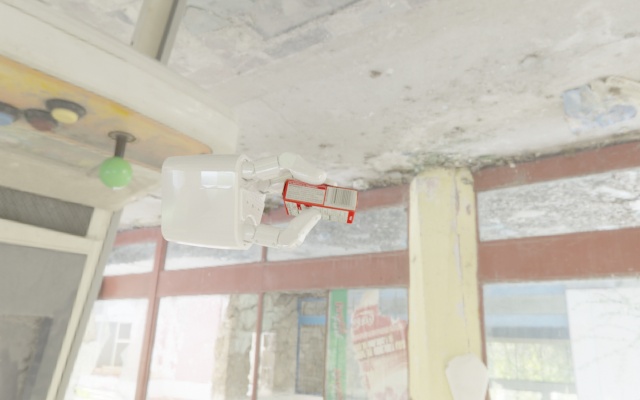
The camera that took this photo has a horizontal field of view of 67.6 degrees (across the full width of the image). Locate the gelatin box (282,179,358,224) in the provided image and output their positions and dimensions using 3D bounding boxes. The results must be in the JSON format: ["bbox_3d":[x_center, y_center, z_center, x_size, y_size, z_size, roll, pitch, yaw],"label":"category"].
[{"bbox_3d":[0.000,0.002,0.590,0.089,0.030,0.073,9,-14,3],"label":"gelatin box"}]
